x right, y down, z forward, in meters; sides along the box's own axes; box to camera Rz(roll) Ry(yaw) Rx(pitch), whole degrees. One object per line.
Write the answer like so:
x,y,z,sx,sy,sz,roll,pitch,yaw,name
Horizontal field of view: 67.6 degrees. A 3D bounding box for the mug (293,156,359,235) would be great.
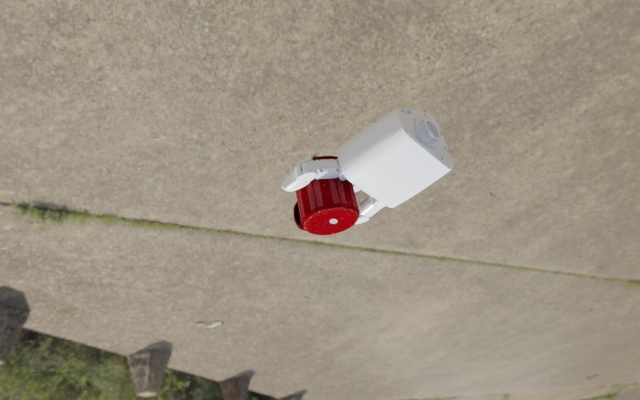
-0.001,0.003,0.683,0.093,0.081,0.117,17,-41,-40,mug
